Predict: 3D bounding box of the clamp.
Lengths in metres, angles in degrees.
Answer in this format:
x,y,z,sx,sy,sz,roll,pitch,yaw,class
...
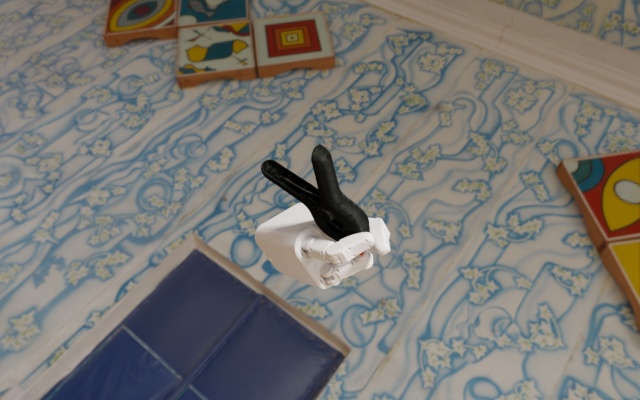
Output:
x,y,z,sx,sy,sz,roll,pitch,yaw,class
0.001,0.002,0.601,0.120,0.171,0.039,7,48,49,clamp
